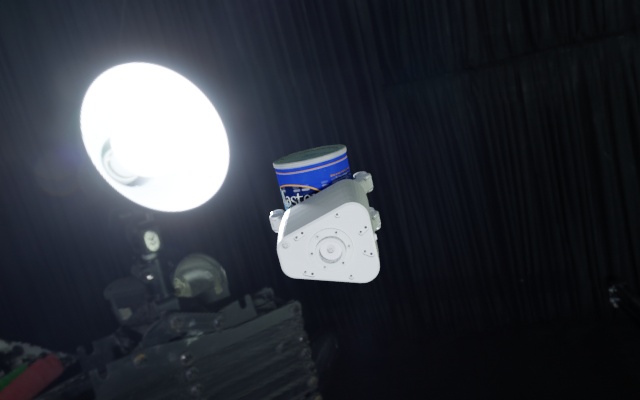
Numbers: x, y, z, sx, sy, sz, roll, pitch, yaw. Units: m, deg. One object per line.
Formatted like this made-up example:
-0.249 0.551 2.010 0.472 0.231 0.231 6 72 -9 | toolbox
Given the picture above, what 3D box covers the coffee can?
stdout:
0.000 0.002 0.670 0.103 0.140 0.102 -13 14 3 | coffee can
